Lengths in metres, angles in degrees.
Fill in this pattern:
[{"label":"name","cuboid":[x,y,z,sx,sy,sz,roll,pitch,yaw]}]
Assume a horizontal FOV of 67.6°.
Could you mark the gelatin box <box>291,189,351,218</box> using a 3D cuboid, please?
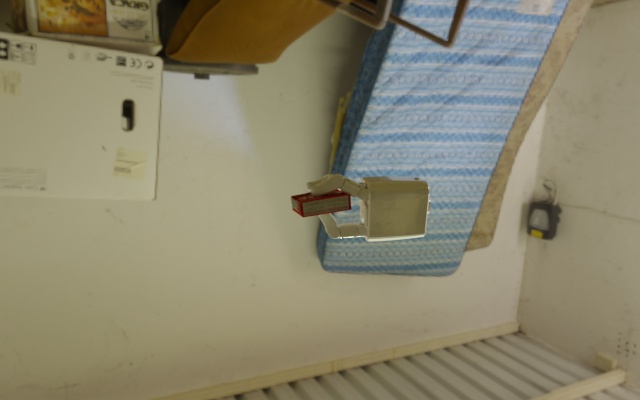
[{"label":"gelatin box","cuboid":[0.000,0.003,0.827,0.089,0.030,0.073,-10,12,-15]}]
